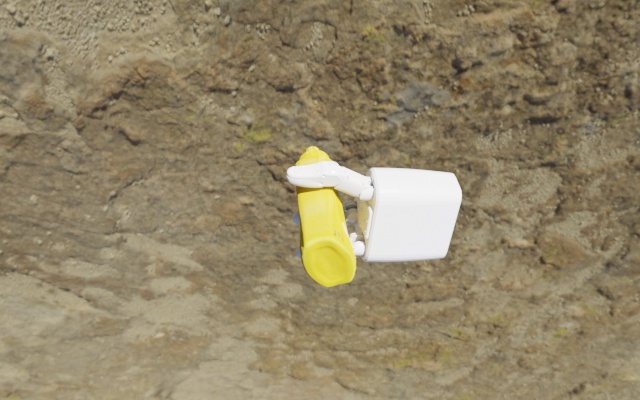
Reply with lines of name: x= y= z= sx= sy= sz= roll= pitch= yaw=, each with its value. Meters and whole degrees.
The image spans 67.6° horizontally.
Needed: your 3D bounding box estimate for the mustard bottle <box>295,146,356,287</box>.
mustard bottle: x=0.000 y=0.002 z=0.583 sx=0.058 sy=0.191 sz=0.096 roll=-16 pitch=-43 yaw=8
